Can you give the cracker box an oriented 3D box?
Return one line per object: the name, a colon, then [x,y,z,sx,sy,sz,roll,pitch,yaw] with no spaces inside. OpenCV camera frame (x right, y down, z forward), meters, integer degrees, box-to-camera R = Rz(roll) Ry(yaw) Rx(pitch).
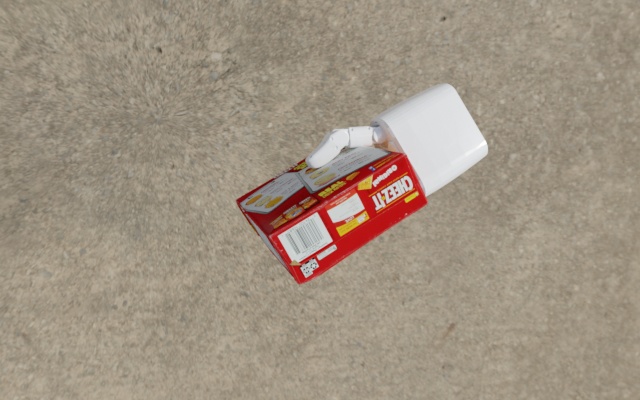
cracker box: [0.000,0.002,0.571,0.164,0.072,0.213,-32,18,-11]
